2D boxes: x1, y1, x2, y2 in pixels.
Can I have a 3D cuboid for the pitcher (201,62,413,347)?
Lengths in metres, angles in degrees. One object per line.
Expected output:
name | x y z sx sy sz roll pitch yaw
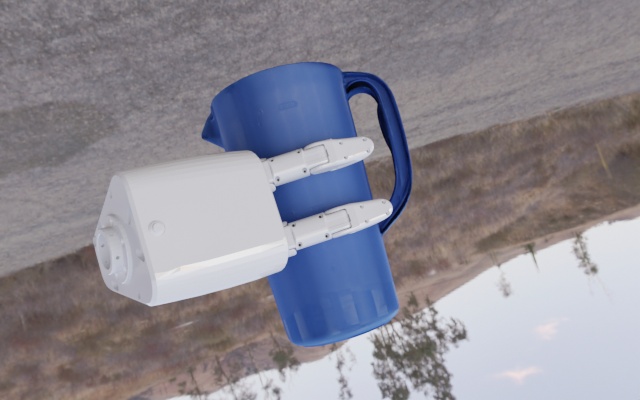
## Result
pitcher | 0.000 0.002 0.452 0.145 0.243 0.149 -12 -7 -40
